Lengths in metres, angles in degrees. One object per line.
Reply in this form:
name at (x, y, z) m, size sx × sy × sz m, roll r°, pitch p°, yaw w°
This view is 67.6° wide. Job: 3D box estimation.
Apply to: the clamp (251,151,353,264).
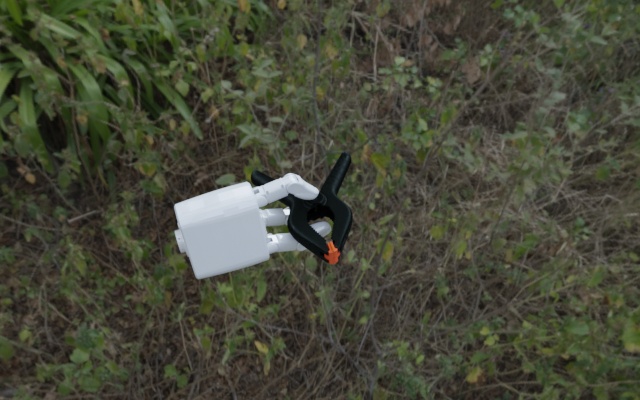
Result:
clamp at (0.000, 0.002, 0.711) m, size 0.164 × 0.036 × 0.209 m, roll -19°, pitch 47°, yaw -12°
